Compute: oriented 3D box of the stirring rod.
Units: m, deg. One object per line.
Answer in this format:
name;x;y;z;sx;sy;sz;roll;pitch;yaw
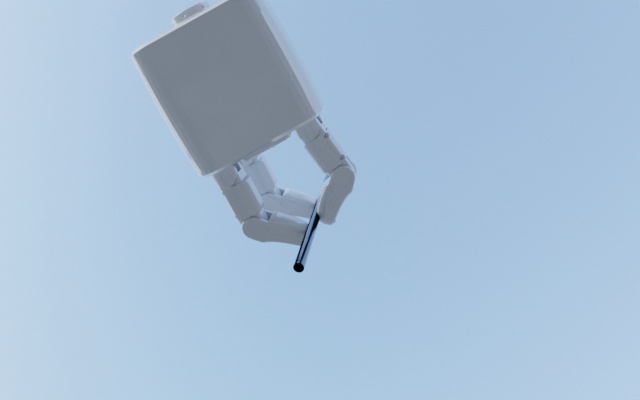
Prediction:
stirring rod;0.000;0.001;0.444;0.011;0.011;0.239;0;22;8
